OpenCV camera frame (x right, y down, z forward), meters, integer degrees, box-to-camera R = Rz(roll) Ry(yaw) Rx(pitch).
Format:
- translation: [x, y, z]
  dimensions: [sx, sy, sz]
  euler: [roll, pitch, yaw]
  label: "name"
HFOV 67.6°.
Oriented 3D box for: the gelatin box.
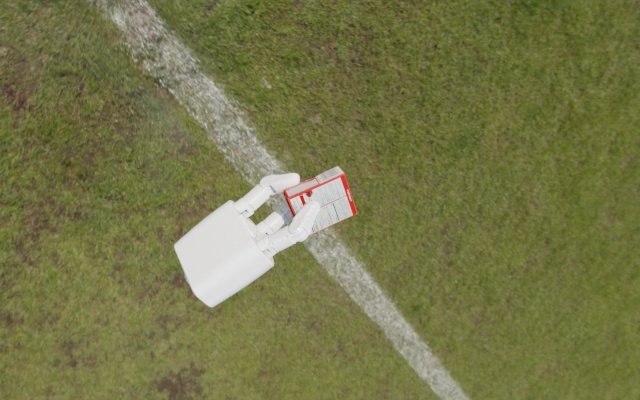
- translation: [0.001, 0.002, 0.678]
  dimensions: [0.089, 0.073, 0.030]
  euler: [-24, 33, -5]
  label: "gelatin box"
